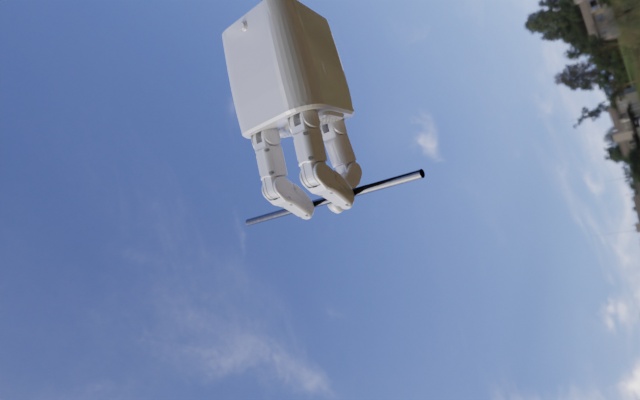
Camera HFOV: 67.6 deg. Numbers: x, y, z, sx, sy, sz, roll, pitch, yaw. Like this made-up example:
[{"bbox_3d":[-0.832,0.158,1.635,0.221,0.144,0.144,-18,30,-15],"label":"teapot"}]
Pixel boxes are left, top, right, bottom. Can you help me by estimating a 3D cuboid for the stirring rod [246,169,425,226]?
[{"bbox_3d":[0.000,0.001,0.481,0.239,0.011,0.011,-16,-11,43],"label":"stirring rod"}]
